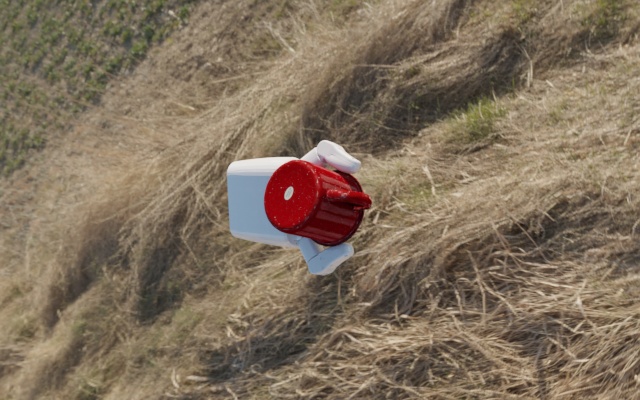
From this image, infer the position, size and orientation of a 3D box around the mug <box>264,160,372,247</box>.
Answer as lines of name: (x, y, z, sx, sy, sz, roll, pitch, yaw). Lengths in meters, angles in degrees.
mug: (0.001, 0.002, 0.532, 0.117, 0.093, 0.081, 0, -10, 37)
